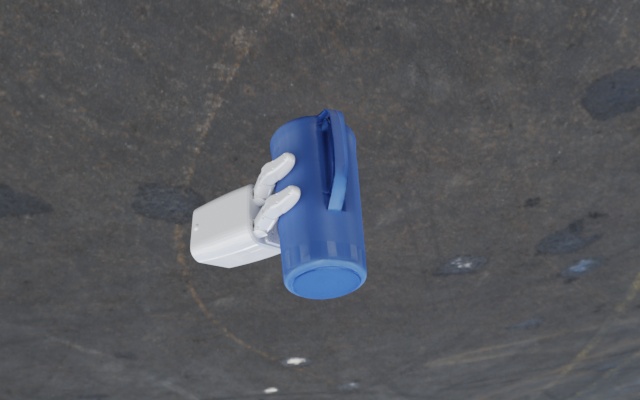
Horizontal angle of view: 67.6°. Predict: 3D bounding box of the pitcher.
[{"bbox_3d":[0.000,0.002,0.666,0.145,0.242,0.149,-20,-37,19],"label":"pitcher"}]
